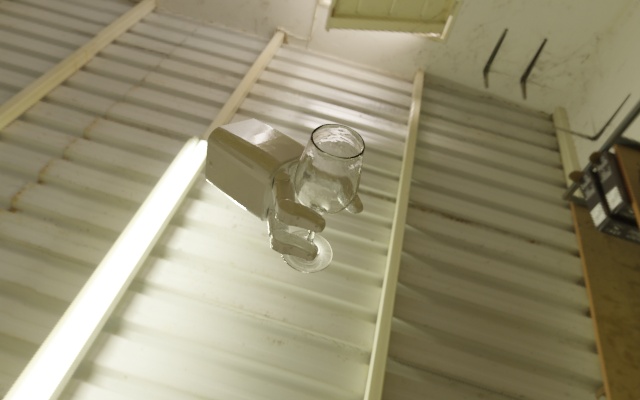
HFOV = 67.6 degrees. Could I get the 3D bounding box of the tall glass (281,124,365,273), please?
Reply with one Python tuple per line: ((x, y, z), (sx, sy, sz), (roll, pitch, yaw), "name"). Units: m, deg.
((0.000, 0.002, 0.599), (0.079, 0.079, 0.201), (0, -44, -16), "tall glass")
